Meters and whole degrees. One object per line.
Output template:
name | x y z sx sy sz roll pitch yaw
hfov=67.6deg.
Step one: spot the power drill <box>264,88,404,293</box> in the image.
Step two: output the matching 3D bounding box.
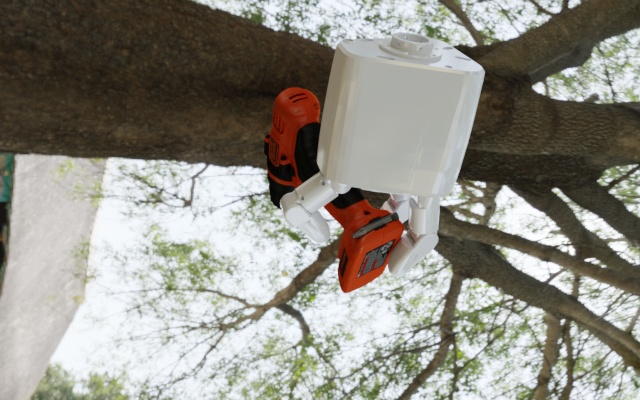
power drill | 0.000 0.002 0.508 0.057 0.187 0.185 -25 -27 -22
